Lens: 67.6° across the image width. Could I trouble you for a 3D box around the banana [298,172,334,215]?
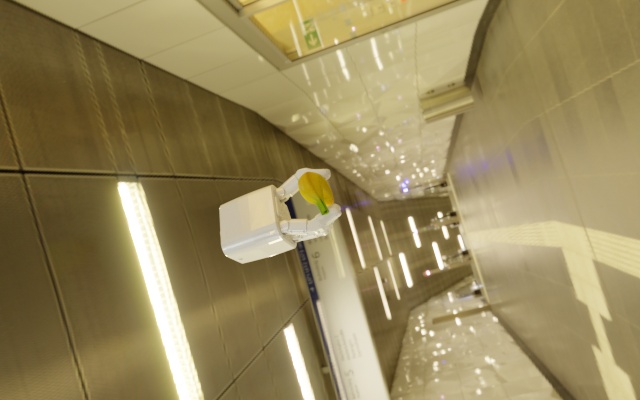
[{"bbox_3d":[-0.007,-0.015,0.772,0.037,0.069,0.198,-22,2,7],"label":"banana"}]
